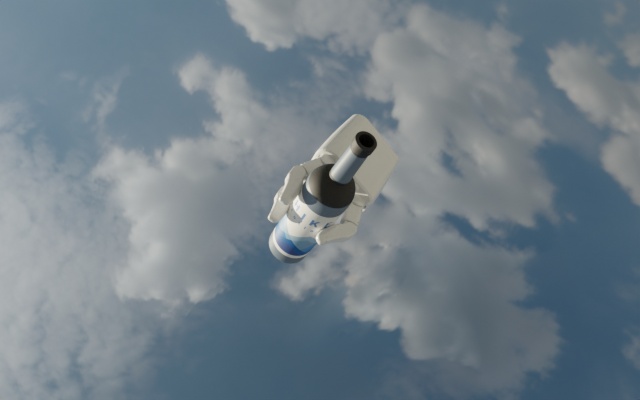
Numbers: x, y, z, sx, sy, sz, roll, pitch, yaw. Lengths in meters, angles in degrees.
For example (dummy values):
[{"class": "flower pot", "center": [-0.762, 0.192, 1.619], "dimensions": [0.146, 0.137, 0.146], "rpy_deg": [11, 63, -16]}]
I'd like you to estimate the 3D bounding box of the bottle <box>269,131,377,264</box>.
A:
[{"class": "bottle", "center": [0.000, 0.002, 0.656], "dimensions": [0.069, 0.069, 0.296], "rpy_deg": [0, -28, -23]}]
